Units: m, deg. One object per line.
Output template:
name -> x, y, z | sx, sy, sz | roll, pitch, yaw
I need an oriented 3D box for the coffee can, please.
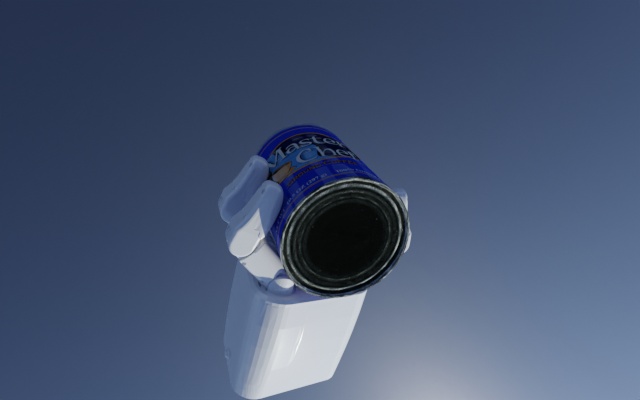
coffee can -> 0.000, 0.001, 0.414 | 0.103, 0.103, 0.140 | 0, 25, -18
